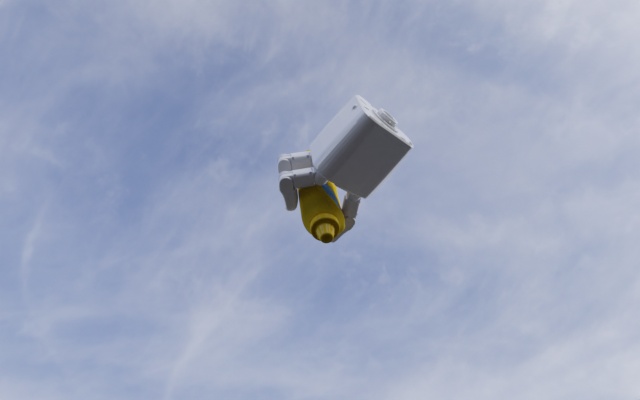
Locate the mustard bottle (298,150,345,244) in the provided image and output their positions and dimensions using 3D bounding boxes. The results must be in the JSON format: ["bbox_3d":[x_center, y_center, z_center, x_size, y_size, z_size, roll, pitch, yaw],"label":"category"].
[{"bbox_3d":[0.000,0.002,0.720,0.058,0.096,0.191,-25,30,8],"label":"mustard bottle"}]
